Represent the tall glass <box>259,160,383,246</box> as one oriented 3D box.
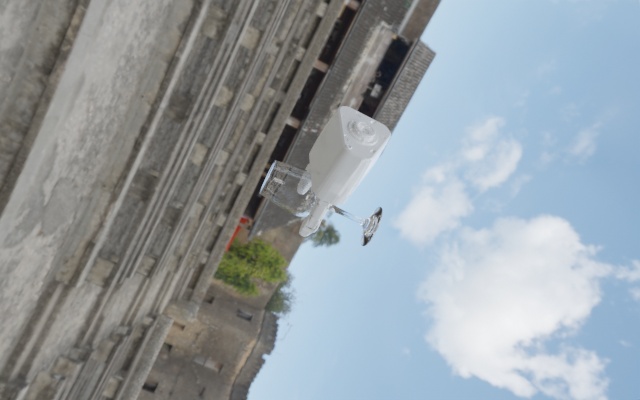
[{"bbox_3d":[0.001,0.003,0.806,0.201,0.079,0.079,25,-4,-9],"label":"tall glass"}]
